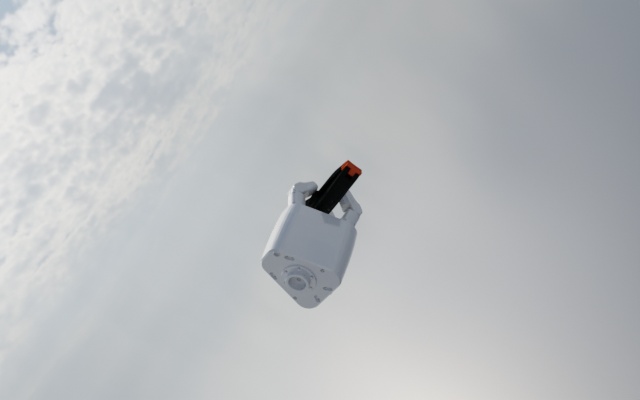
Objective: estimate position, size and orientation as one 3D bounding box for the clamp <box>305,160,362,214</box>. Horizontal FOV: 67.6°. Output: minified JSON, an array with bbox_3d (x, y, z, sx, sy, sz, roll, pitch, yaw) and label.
[{"bbox_3d":[0.000,0.002,0.779,0.036,0.210,0.164,35,36,-8],"label":"clamp"}]
